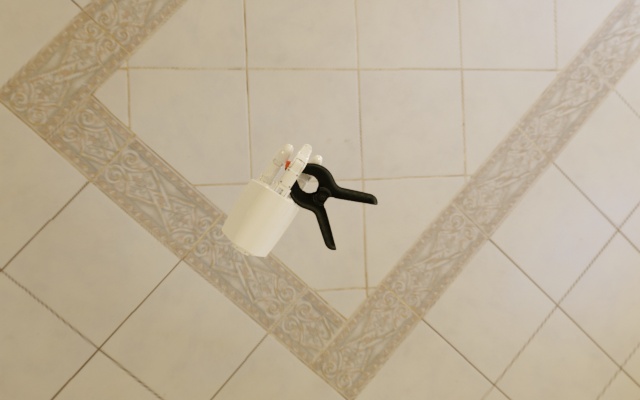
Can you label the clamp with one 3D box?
[{"bbox_3d":[0.000,0.003,0.816,0.171,0.120,0.039,33,-3,-8],"label":"clamp"}]
